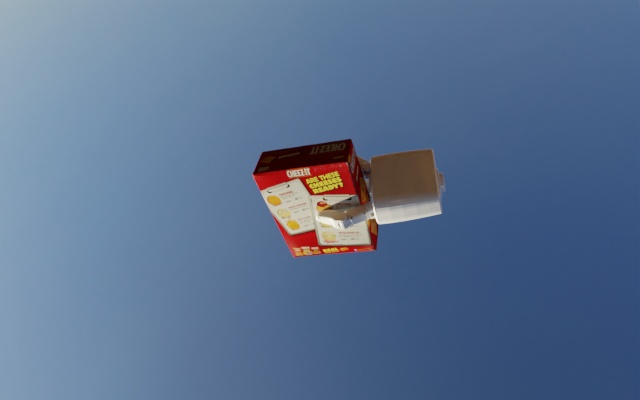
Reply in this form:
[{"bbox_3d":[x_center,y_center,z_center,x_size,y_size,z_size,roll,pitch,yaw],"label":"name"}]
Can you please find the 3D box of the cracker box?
[{"bbox_3d":[0.000,0.003,0.839,0.164,0.214,0.072,-7,42,17],"label":"cracker box"}]
